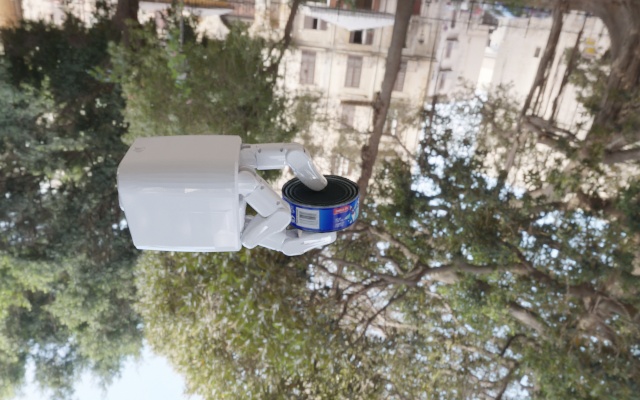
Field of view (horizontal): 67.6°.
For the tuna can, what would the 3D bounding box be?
[{"bbox_3d":[0.000,0.002,0.527,0.086,0.034,0.086,0,26,0],"label":"tuna can"}]
